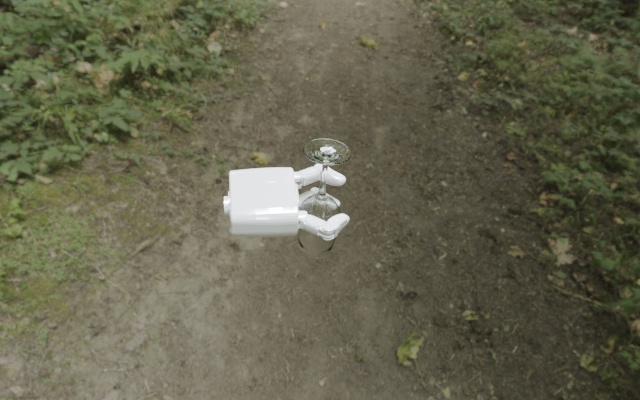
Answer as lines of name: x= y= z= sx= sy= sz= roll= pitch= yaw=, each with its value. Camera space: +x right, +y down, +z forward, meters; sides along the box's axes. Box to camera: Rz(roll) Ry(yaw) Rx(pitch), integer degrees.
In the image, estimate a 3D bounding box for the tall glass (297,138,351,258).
tall glass: x=0.000 y=0.002 z=0.791 sx=0.079 sy=0.201 sz=0.079 roll=4 pitch=38 yaw=-3
